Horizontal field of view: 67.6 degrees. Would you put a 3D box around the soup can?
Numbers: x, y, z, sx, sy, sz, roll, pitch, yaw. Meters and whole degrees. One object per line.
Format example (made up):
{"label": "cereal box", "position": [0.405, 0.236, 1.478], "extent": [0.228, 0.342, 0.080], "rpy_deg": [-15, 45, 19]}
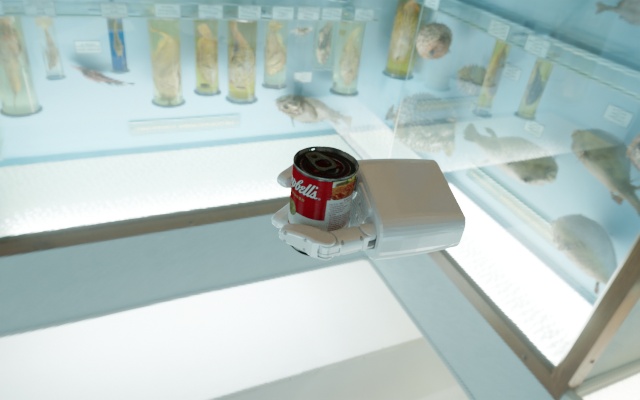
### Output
{"label": "soup can", "position": [0.000, 0.002, 0.515], "extent": [0.068, 0.102, 0.068], "rpy_deg": [5, 34, -4]}
